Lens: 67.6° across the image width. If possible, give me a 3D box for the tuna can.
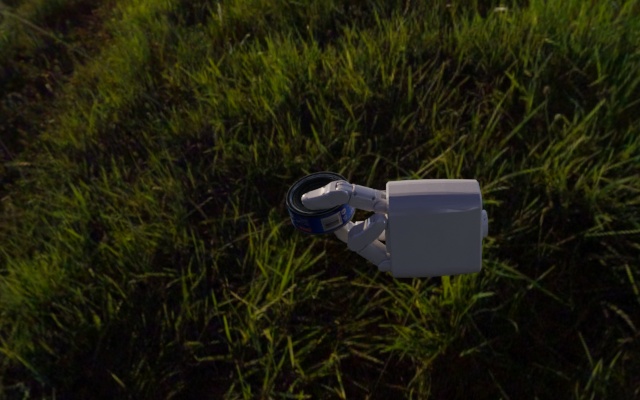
[{"bbox_3d":[0.000,0.002,0.608,0.086,0.034,0.086,-9,41,8],"label":"tuna can"}]
